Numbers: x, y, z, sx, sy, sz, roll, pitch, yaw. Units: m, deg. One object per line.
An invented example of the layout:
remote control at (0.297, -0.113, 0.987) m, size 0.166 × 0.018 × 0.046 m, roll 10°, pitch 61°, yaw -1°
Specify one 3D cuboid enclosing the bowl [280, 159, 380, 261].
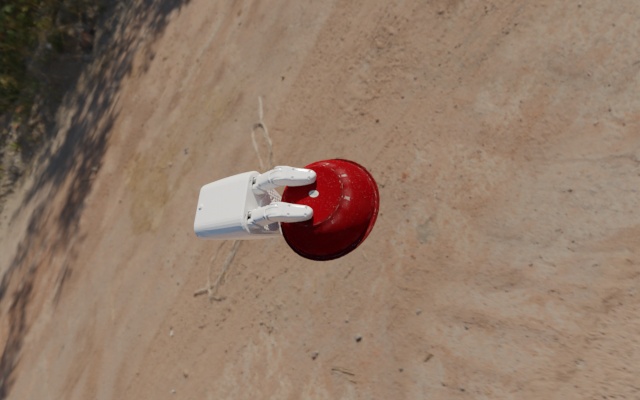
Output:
bowl at (0.001, 0.002, 0.682) m, size 0.162 × 0.162 × 0.055 m, roll 0°, pitch -22°, yaw 27°
